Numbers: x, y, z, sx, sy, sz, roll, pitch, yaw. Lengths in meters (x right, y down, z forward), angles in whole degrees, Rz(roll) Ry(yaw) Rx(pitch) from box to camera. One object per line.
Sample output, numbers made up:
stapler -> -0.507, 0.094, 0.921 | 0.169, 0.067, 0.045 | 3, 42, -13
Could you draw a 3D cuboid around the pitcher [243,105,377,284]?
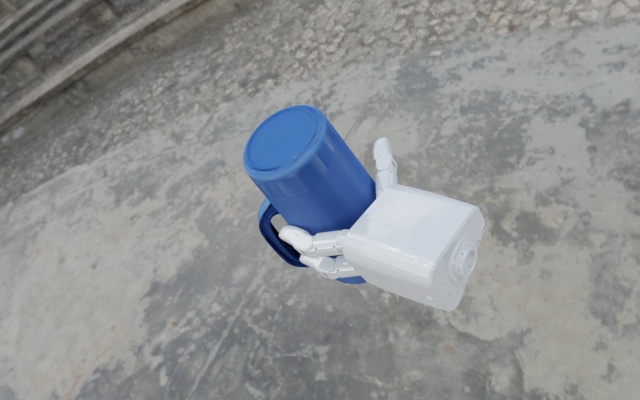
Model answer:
pitcher -> 0.000, 0.002, 0.607 | 0.145, 0.149, 0.243 | 19, -22, 40
